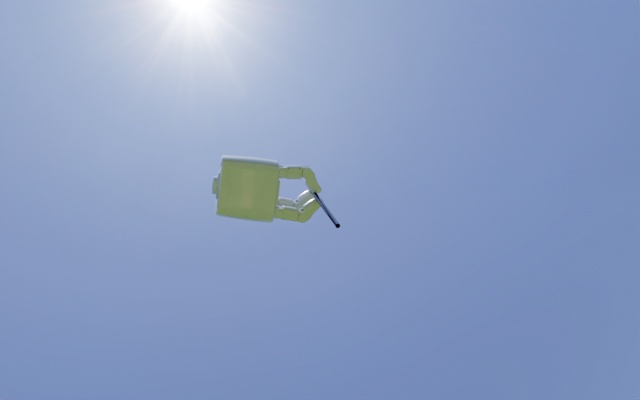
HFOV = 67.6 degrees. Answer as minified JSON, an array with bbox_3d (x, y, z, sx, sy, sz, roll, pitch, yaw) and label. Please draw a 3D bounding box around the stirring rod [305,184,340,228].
[{"bbox_3d":[0.000,0.003,0.870,0.011,0.011,0.239,0,18,-14],"label":"stirring rod"}]
